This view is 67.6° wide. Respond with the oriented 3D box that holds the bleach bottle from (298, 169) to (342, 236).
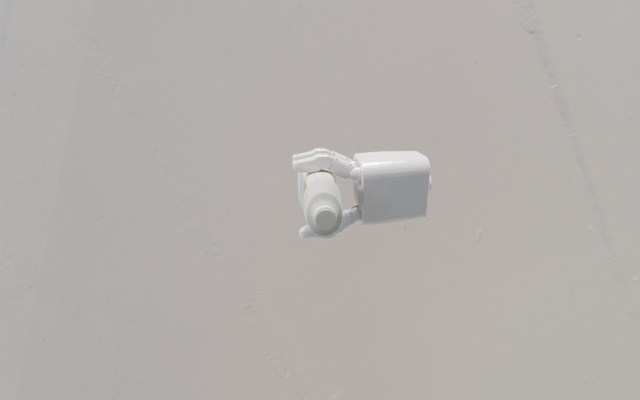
[{"bbox_3d":[0.000,0.002,0.740,0.068,0.102,0.250,-4,15,-2],"label":"bleach bottle"}]
